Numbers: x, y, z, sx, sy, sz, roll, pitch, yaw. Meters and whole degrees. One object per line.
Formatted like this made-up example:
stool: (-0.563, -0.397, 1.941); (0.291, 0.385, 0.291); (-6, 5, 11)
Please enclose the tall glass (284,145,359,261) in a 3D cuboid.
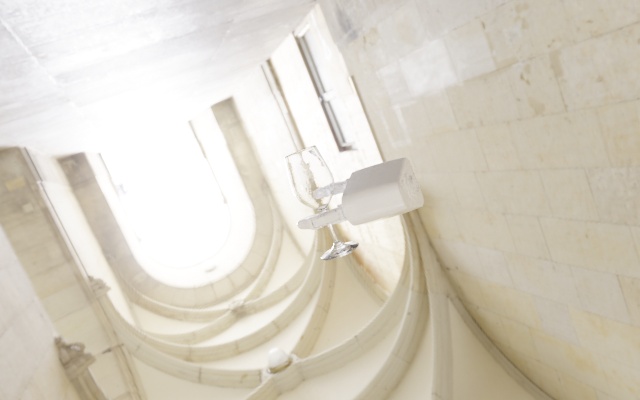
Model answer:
tall glass: (0.000, 0.004, 0.868); (0.079, 0.201, 0.079); (-22, 9, 4)
